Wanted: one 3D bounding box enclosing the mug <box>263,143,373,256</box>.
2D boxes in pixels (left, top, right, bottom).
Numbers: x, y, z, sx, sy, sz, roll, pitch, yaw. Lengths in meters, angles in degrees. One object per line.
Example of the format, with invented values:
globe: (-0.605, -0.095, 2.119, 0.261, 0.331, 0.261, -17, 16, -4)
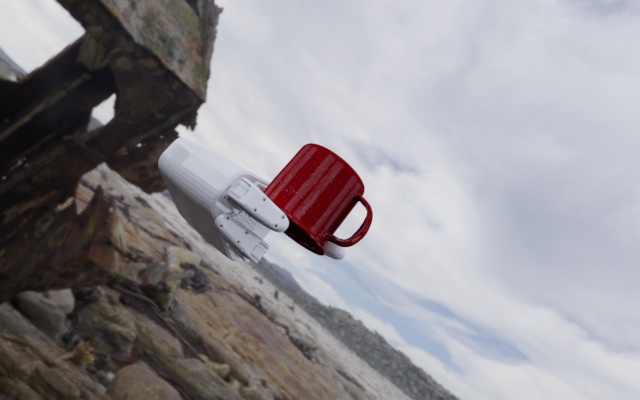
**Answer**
mug: (0.001, 0.002, 0.481, 0.117, 0.081, 0.093, 31, -16, 29)
